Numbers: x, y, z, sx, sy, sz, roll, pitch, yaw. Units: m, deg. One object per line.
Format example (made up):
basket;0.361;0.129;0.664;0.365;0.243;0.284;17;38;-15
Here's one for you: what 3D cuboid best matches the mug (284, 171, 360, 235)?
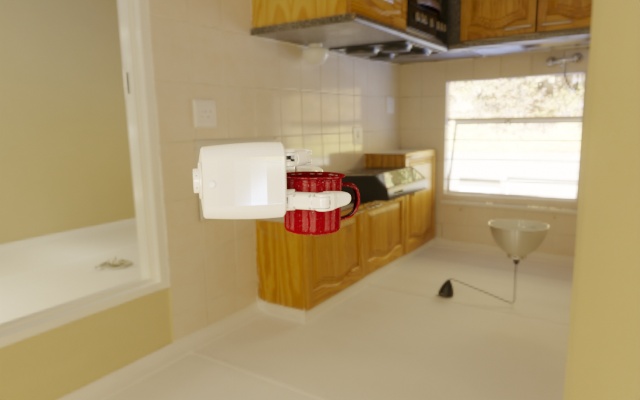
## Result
mug;0.001;0.002;0.689;0.117;0.081;0.093;-2;9;-15
